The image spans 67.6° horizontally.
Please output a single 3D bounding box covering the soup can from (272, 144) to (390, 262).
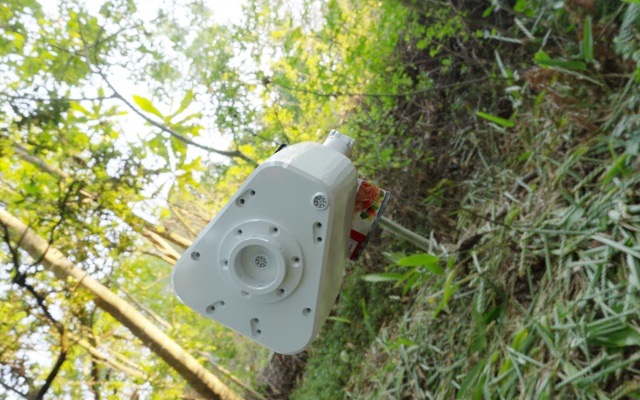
[{"bbox_3d":[0.000,0.001,0.417,0.102,0.068,0.068,26,2,3],"label":"soup can"}]
